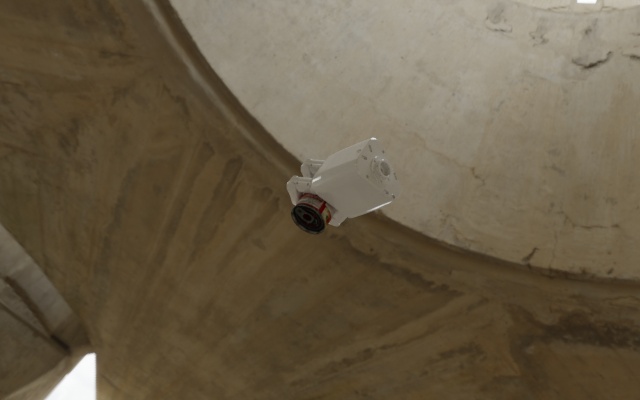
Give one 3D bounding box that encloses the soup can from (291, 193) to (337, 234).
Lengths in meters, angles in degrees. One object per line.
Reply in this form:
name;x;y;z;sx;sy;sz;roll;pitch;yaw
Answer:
soup can;0.000;0.003;0.869;0.068;0.068;0.102;0;39;35
